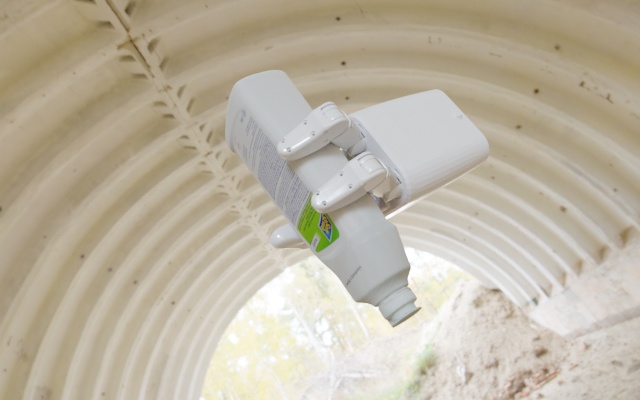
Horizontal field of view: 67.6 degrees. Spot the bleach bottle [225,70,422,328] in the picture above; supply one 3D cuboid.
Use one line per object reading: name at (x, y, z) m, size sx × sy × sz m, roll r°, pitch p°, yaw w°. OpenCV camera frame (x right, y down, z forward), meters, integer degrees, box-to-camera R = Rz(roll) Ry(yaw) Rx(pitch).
bleach bottle at (0.000, 0.001, 0.427) m, size 0.068 × 0.250 × 0.103 m, roll -23°, pitch -25°, yaw -26°
